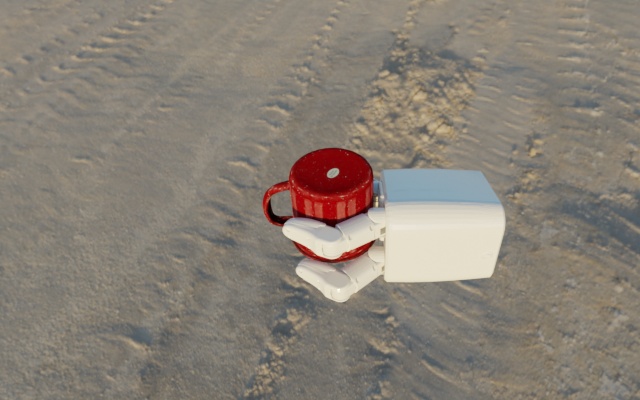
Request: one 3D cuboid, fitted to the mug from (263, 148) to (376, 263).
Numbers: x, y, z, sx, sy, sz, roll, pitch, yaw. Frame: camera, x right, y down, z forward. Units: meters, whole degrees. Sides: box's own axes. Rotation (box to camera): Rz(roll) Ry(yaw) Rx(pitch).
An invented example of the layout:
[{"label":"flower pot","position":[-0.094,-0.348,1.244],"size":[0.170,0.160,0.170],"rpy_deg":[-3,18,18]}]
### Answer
[{"label":"mug","position":[-0.001,0.001,0.480],"size":[0.117,0.082,0.093],"rpy_deg":[-1,42,4]}]
